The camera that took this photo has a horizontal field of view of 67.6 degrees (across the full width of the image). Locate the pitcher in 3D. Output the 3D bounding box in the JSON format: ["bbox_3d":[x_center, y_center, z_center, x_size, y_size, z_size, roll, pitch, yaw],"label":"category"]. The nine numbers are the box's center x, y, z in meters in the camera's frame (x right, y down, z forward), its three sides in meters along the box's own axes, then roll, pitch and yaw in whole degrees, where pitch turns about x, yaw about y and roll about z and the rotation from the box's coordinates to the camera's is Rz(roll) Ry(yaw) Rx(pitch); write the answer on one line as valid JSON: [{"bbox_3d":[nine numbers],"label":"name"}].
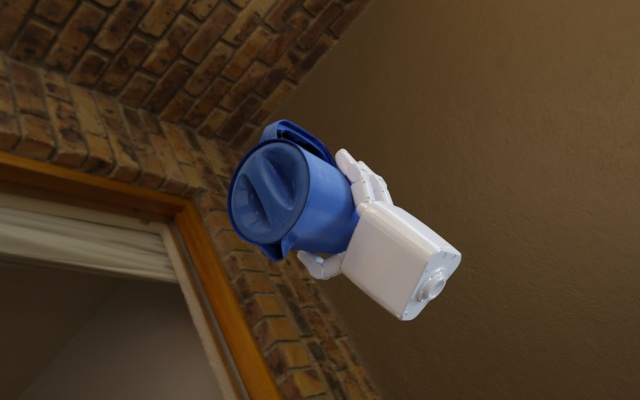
[{"bbox_3d":[0.000,0.002,0.665,0.145,0.149,0.243,38,11,36],"label":"pitcher"}]
